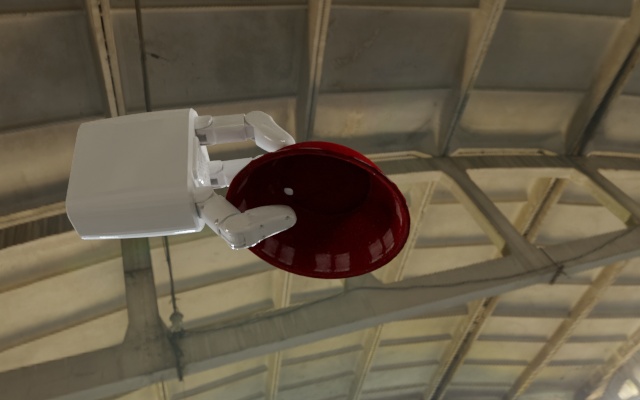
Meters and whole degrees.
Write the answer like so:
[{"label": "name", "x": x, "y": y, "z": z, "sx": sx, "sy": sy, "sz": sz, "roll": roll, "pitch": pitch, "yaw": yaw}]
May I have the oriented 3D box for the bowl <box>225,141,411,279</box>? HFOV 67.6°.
[{"label": "bowl", "x": 0.001, "y": 0.001, "z": 0.432, "sx": 0.162, "sy": 0.162, "sz": 0.055, "roll": 0, "pitch": 44, "yaw": 11}]
